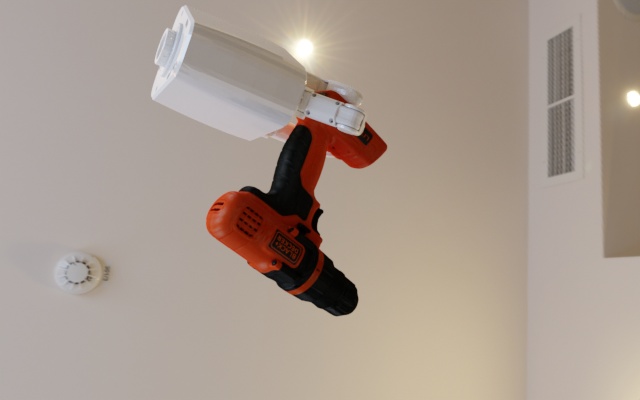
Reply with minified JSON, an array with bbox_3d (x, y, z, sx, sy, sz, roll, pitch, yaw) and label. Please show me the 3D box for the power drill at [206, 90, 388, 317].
[{"bbox_3d":[0.000,0.001,0.474,0.057,0.187,0.184,-5,-38,48],"label":"power drill"}]
